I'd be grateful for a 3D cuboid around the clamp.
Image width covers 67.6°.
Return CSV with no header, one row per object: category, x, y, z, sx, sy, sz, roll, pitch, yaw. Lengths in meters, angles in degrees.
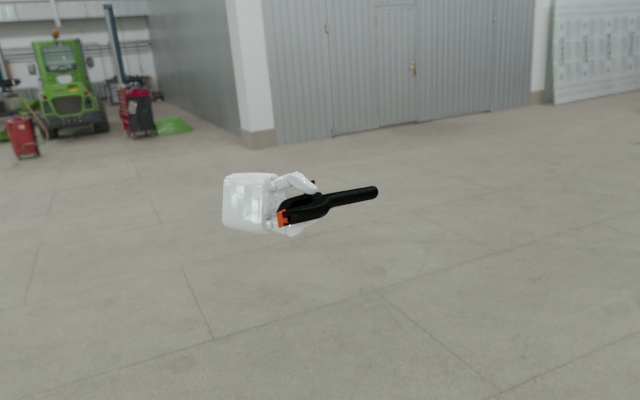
clamp,0.000,0.002,0.883,0.164,0.036,0.210,3,19,30
